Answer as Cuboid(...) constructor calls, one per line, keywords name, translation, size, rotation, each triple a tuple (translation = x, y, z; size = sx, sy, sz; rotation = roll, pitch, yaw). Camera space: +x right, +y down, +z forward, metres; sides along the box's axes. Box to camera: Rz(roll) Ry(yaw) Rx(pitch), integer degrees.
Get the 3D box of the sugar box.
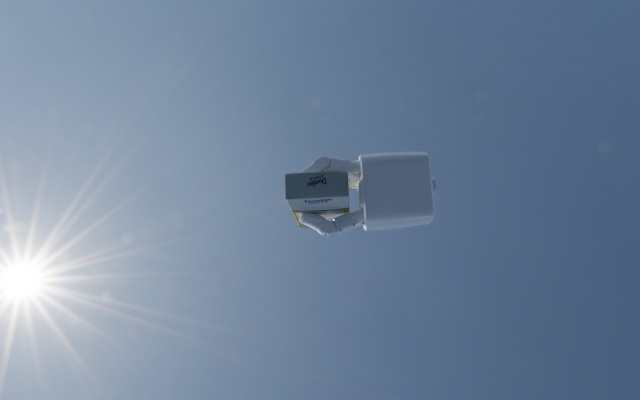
Cuboid(name="sugar box", translation=(0.000, 0.002, 0.759), size=(0.093, 0.048, 0.176), rotation=(-3, -19, 3))
